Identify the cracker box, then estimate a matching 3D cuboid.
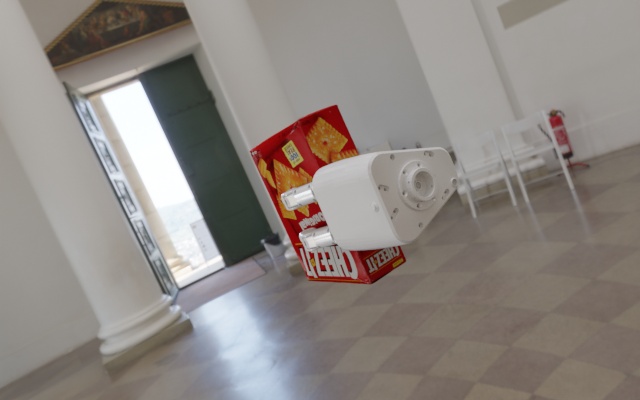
[{"bbox_3d":[0.000,0.002,0.634,0.072,0.214,0.164,-27,7,-29],"label":"cracker box"}]
